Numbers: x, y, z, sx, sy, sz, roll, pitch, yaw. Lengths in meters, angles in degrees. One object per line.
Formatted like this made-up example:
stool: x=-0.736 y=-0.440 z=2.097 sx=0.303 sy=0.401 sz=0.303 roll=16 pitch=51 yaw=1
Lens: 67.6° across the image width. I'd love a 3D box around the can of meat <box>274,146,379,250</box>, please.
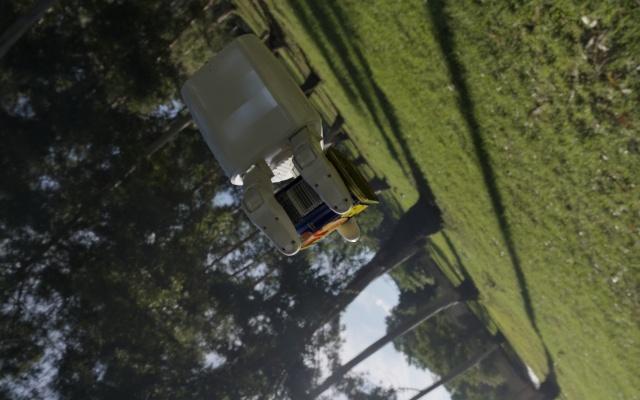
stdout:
can of meat: x=0.000 y=0.002 z=0.440 sx=0.084 sy=0.057 sz=0.102 roll=-36 pitch=-9 yaw=10
